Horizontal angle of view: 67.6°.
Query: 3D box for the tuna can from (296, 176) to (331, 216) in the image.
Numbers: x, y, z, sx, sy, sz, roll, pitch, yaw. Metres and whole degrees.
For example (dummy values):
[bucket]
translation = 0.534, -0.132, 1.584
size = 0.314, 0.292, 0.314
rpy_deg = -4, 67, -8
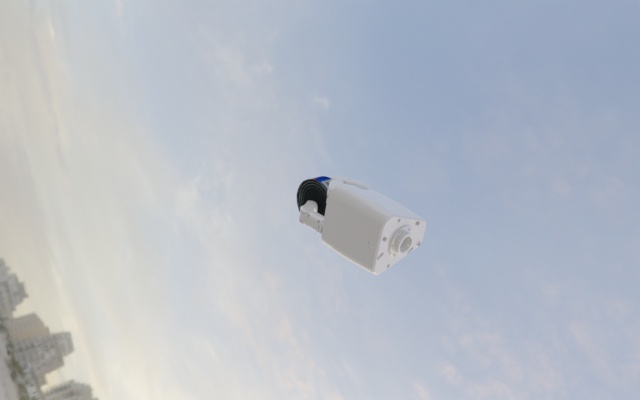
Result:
[tuna can]
translation = 0.000, 0.002, 0.801
size = 0.033, 0.086, 0.086
rpy_deg = -17, 12, -41
